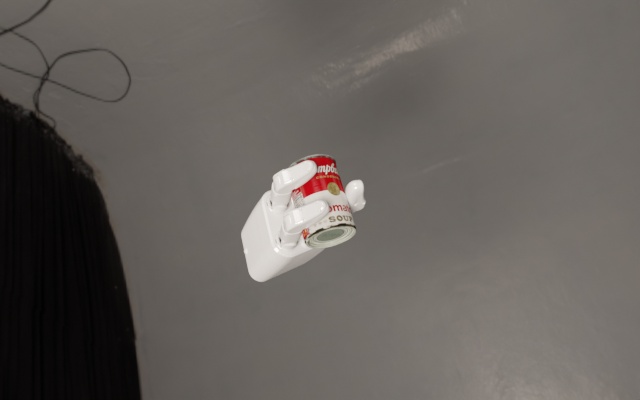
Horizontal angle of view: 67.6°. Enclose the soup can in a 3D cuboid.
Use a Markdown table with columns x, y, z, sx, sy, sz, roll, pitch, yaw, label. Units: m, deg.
| x | y | z | sx | sy | sz | roll | pitch | yaw | label |
| --- | --- | --- | --- | --- | --- | --- | --- | --- | --- |
| 0.000 | 0.002 | 0.609 | 0.068 | 0.102 | 0.068 | -13 | -24 | -6 | soup can |
